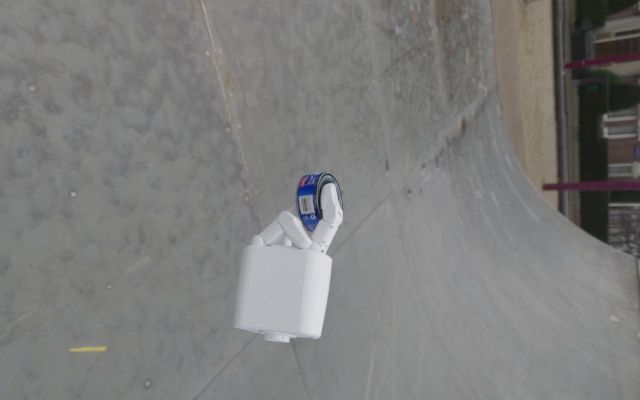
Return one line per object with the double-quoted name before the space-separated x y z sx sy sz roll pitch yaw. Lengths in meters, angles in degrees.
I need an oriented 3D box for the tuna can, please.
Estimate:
"tuna can" 0.001 0.002 0.689 0.034 0.086 0.086 -7 -3 28
